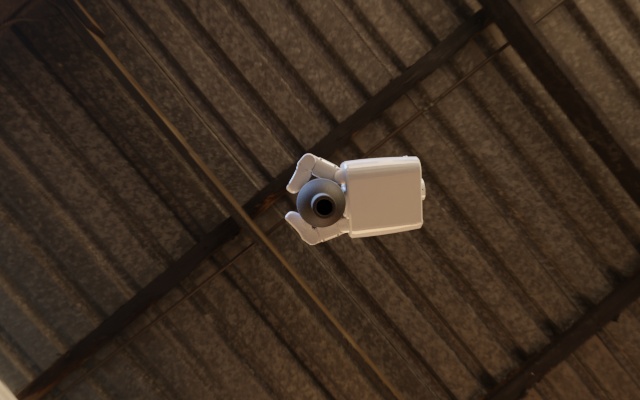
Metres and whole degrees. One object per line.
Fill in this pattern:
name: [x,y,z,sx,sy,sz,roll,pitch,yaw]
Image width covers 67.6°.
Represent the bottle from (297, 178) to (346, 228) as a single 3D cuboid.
bottle: [0.000,0.002,0.679,0.069,0.069,0.295,0,2,-2]
